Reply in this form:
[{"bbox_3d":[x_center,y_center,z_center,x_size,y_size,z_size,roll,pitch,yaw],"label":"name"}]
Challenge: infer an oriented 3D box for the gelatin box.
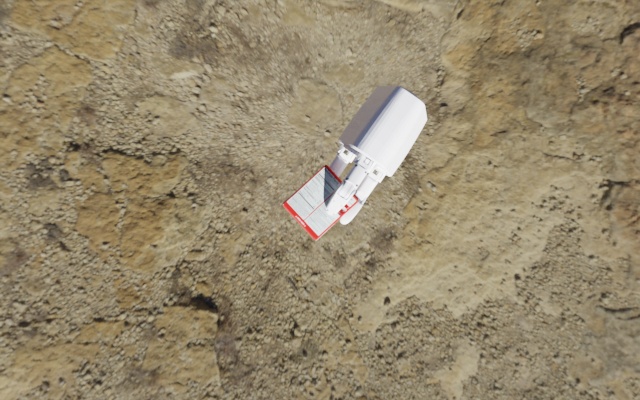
[{"bbox_3d":[0.000,0.003,0.704,0.089,0.073,0.030,-43,4,-1],"label":"gelatin box"}]
